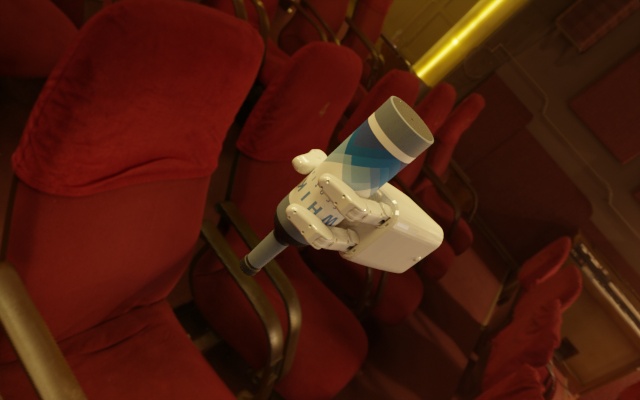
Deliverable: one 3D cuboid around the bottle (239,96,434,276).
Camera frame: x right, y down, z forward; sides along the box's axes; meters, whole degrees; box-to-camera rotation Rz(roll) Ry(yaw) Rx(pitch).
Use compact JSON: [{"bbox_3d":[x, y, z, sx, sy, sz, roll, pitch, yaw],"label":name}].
[{"bbox_3d":[0.000,0.002,0.571,0.296,0.069,0.069,-42,-22,27],"label":"bottle"}]
